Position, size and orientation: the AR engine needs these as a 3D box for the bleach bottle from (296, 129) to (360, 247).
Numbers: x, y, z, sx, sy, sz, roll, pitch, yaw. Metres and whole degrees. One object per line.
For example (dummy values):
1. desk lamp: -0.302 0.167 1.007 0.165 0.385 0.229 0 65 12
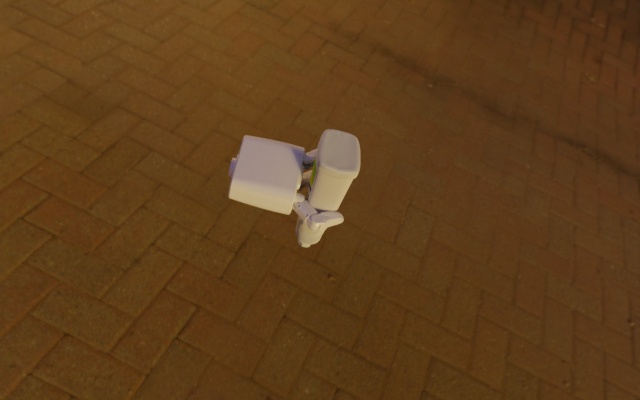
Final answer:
1. bleach bottle: 0.000 0.003 0.822 0.068 0.102 0.251 13 -44 -7
